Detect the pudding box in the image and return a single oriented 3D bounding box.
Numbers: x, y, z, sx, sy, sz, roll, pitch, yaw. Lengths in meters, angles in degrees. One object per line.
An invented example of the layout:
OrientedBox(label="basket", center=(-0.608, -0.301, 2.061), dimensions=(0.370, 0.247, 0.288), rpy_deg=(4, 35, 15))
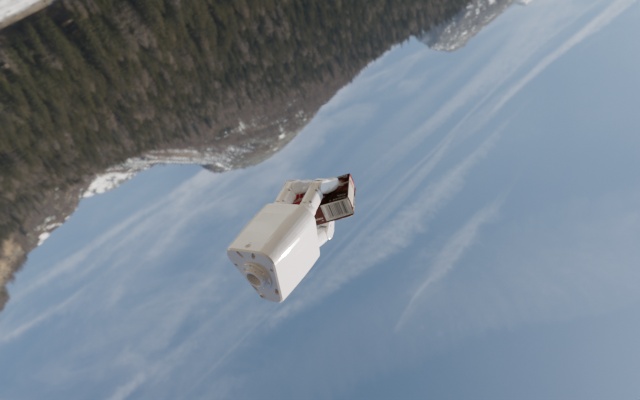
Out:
OrientedBox(label="pudding box", center=(0.000, 0.003, 0.791), dimensions=(0.113, 0.039, 0.090), rpy_deg=(-14, 27, 13))
